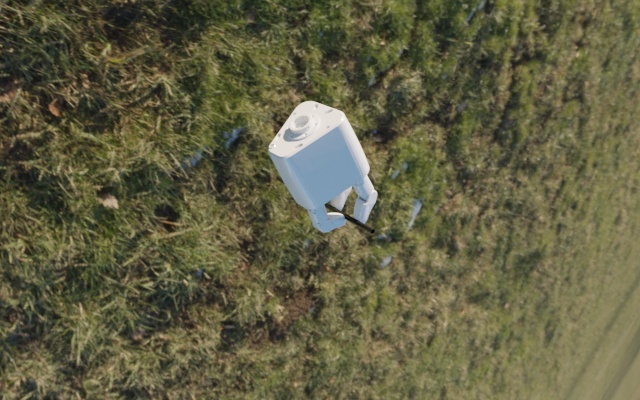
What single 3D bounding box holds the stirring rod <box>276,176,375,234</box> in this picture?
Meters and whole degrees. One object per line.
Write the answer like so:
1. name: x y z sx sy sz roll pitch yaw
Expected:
1. stirring rod: 0.000 0.003 0.793 0.011 0.011 0.239 0 21 -44
